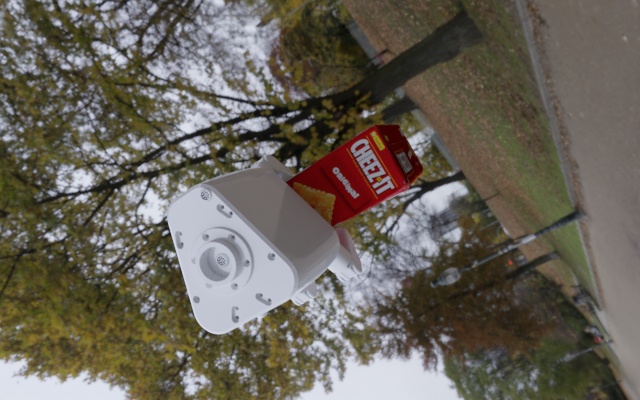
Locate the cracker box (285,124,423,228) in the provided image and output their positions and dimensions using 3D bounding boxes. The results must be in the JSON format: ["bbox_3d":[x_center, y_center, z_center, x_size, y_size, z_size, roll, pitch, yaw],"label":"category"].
[{"bbox_3d":[0.000,0.002,0.520,0.214,0.072,0.164,-31,0,19],"label":"cracker box"}]
